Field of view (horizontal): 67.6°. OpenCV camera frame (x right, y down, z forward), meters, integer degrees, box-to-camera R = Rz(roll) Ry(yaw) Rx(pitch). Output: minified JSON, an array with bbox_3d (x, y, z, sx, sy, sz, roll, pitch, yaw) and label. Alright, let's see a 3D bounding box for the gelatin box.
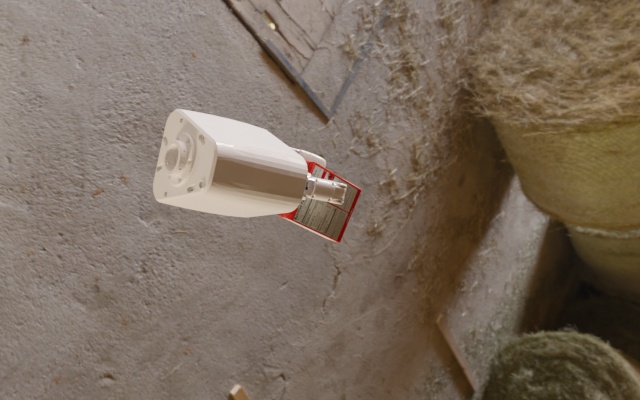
[{"bbox_3d":[0.001,0.002,0.574,0.089,0.073,0.030,28,-8,-39],"label":"gelatin box"}]
